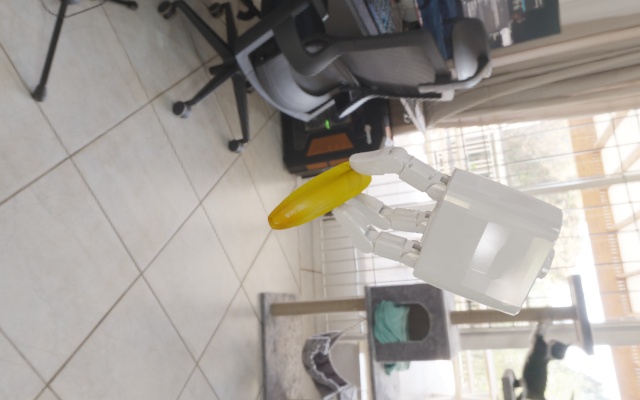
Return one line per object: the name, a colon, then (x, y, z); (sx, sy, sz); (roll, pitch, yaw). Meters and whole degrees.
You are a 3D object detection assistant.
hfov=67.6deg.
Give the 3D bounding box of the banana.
banana: (0.014, -0.010, 0.503); (0.070, 0.037, 0.197); (-41, -6, 23)
